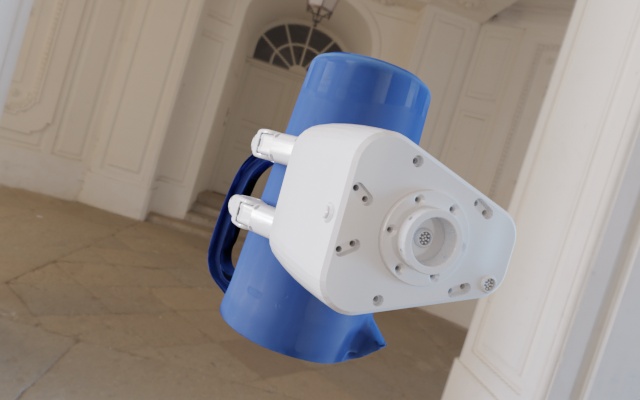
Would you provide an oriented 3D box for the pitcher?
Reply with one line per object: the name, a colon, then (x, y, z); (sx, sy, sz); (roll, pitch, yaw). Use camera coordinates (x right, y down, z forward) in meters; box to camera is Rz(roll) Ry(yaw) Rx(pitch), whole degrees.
pitcher: (0.000, 0.001, 0.422); (0.149, 0.243, 0.145); (16, 3, -19)
